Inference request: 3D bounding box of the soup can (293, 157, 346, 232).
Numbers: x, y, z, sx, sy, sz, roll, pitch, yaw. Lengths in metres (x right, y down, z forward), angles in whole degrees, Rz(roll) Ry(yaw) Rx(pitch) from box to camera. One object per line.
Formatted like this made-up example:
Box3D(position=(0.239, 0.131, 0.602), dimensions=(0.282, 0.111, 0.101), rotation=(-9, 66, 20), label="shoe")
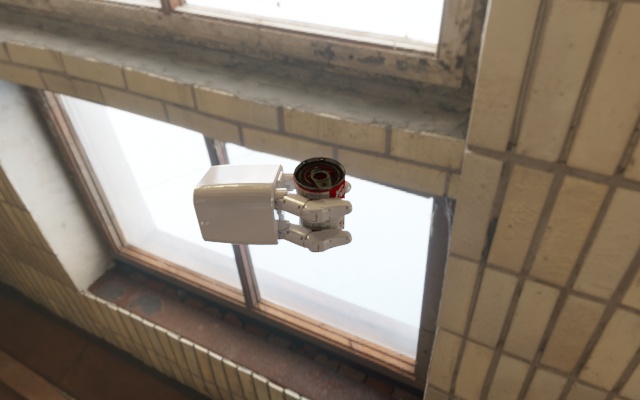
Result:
Box3D(position=(0.001, 0.002, 0.648), dimensions=(0.068, 0.102, 0.068), rotation=(-1, 40, 1), label="soup can")
